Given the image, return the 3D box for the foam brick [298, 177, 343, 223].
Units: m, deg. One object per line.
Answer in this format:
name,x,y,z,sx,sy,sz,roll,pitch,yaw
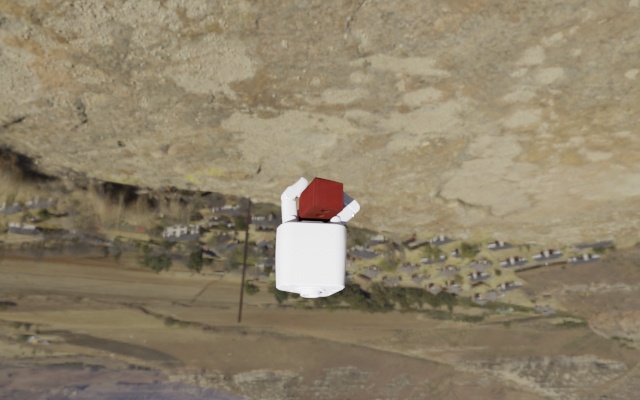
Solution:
foam brick,0.000,0.002,0.809,0.053,0.051,0.078,10,-25,-20
